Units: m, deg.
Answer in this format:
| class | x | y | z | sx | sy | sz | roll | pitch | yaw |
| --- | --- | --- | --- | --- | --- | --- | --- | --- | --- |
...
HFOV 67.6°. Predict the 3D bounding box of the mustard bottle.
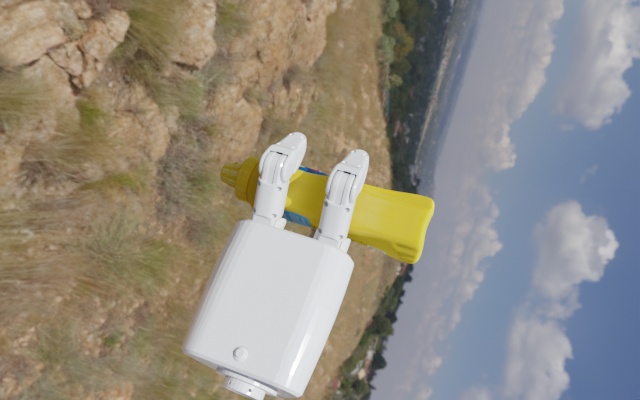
| class | x | y | z | sx | sy | sz | roll | pitch | yaw |
| --- | --- | --- | --- | --- | --- | --- | --- | --- | --- |
| mustard bottle | 0.000 | 0.001 | 0.424 | 0.191 | 0.058 | 0.096 | 16 | -2 | 12 |
